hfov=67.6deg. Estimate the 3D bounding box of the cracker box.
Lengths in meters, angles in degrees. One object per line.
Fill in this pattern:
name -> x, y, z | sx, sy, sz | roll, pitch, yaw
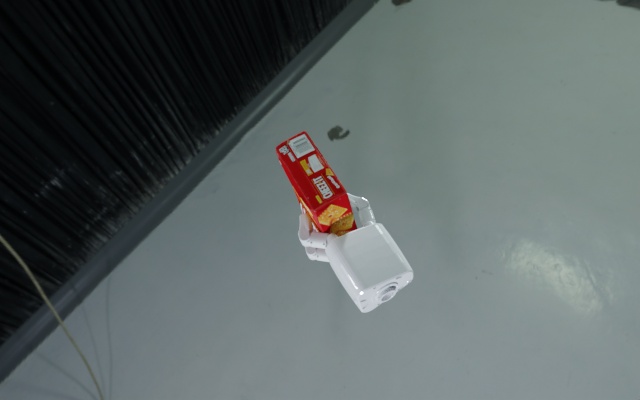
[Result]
cracker box -> 0.000, 0.003, 0.884 | 0.072, 0.164, 0.214 | -28, -34, -6
